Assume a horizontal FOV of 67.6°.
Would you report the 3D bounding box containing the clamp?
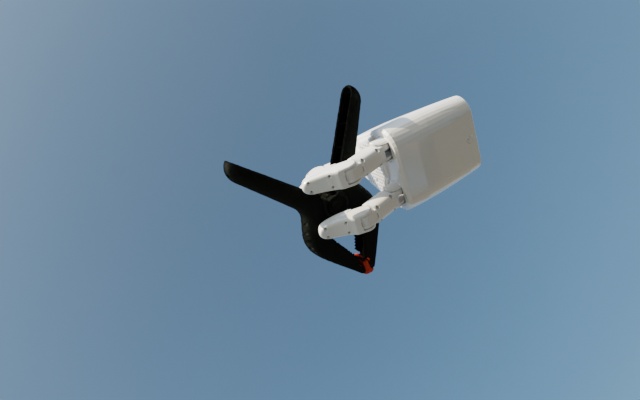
[{"bbox_3d":[0.000,0.002,0.525,0.164,0.210,0.036,-27,24,-15],"label":"clamp"}]
